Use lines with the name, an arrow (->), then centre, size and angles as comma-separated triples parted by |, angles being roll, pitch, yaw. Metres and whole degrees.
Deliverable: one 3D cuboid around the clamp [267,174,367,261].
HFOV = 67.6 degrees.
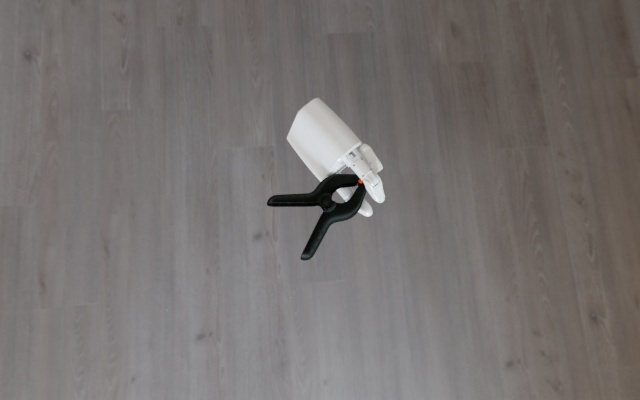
clamp -> 0.000, 0.002, 0.783 | 0.171, 0.120, 0.039 | -40, -7, -10
